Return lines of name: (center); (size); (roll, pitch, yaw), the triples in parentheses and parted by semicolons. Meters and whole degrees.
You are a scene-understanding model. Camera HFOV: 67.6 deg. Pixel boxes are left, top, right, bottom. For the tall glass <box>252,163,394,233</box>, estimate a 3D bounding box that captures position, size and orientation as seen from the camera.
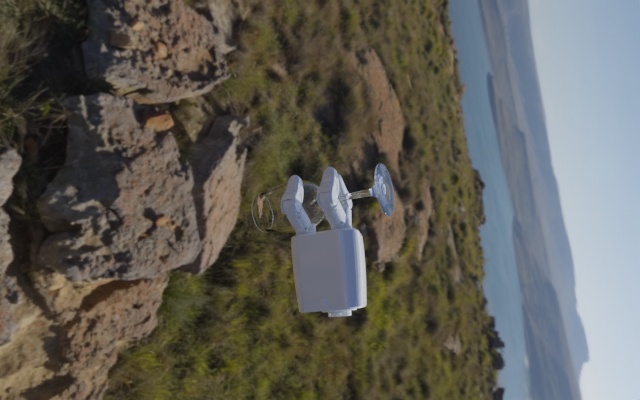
tall glass: (0.001, 0.002, 0.695); (0.201, 0.079, 0.079); (-10, -4, 25)
